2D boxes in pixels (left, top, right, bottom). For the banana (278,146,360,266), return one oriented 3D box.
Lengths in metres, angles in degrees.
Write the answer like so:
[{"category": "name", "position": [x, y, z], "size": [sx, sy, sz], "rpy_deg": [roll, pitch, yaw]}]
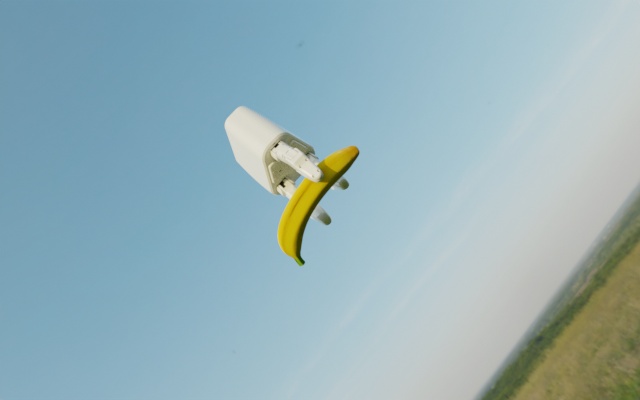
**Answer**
[{"category": "banana", "position": [-0.013, 0.003, 0.681], "size": [0.037, 0.198, 0.069], "rpy_deg": [37, 16, 36]}]
